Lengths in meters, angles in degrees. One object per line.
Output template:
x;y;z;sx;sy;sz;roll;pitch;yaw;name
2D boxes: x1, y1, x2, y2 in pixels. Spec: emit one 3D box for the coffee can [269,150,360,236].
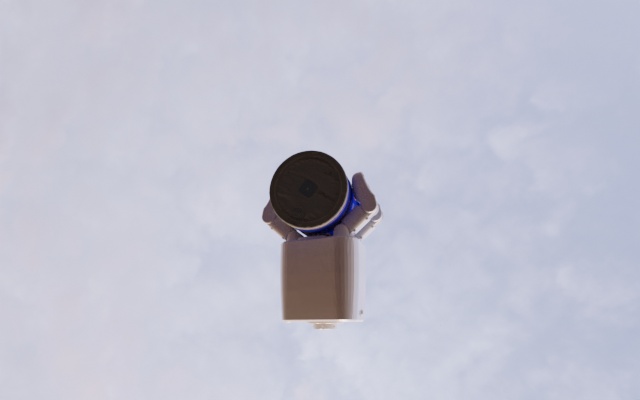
0.000;0.002;0.664;0.103;0.102;0.140;0;-14;14;coffee can
